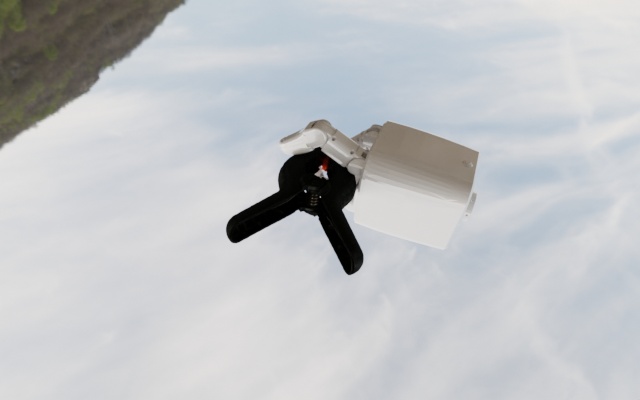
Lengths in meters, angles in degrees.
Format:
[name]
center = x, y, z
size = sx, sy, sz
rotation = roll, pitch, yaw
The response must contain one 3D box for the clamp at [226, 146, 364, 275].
[clamp]
center = 0.000, 0.002, 0.459
size = 0.120, 0.039, 0.171
rotation = 25, 43, 6
